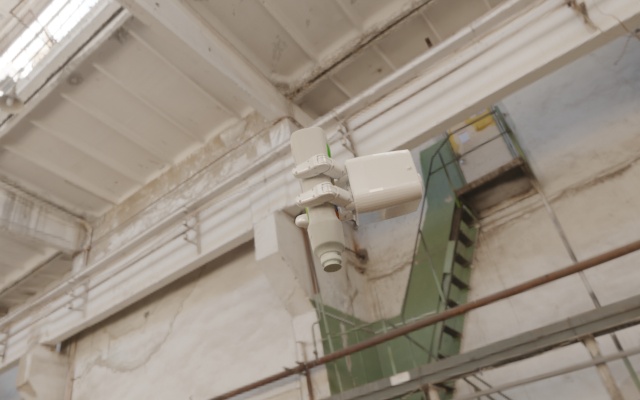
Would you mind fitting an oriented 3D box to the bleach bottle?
[{"bbox_3d":[0.000,0.002,0.781,0.068,0.250,0.103,-12,-34,2],"label":"bleach bottle"}]
